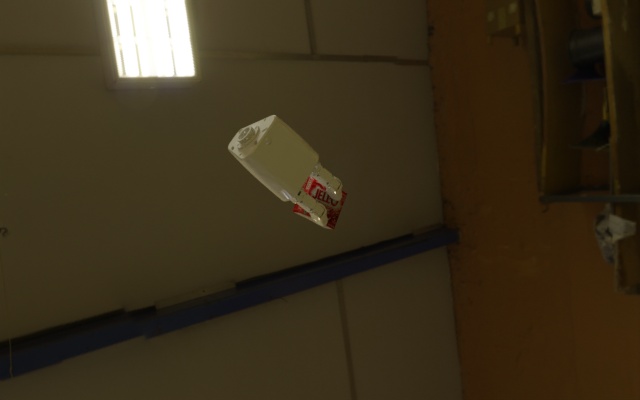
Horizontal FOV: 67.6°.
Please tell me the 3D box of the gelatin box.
[{"bbox_3d":[0.000,0.003,0.857,0.089,0.073,0.030,29,-13,-40],"label":"gelatin box"}]
